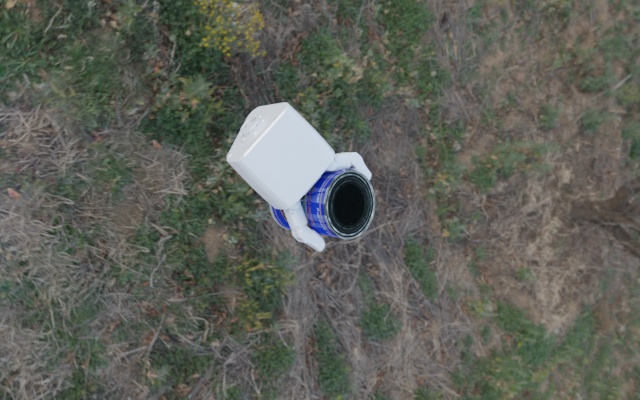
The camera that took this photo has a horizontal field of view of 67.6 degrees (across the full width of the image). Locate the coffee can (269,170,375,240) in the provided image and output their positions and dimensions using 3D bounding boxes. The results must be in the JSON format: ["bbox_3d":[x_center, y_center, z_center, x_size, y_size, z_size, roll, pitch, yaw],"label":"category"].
[{"bbox_3d":[0.000,0.003,0.748,0.103,0.103,0.140,0,3,-40],"label":"coffee can"}]
